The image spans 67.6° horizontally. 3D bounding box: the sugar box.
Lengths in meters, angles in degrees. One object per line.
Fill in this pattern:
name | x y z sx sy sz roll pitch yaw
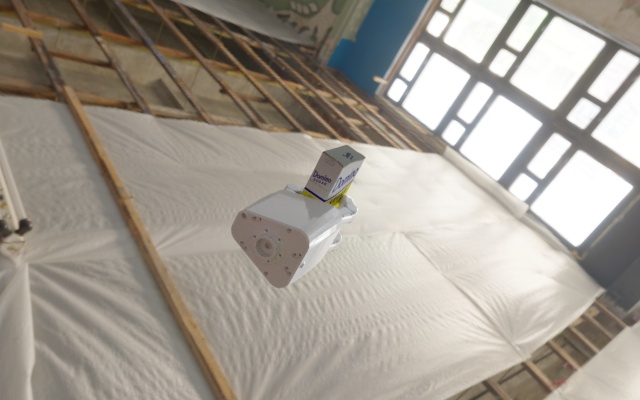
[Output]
sugar box | 0.000 0.003 0.739 0.048 0.176 0.093 37 26 14
